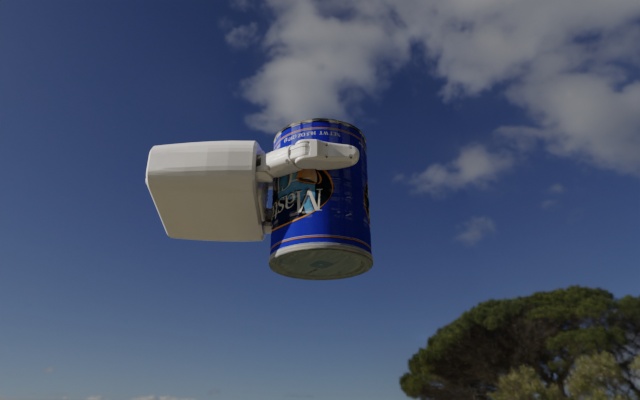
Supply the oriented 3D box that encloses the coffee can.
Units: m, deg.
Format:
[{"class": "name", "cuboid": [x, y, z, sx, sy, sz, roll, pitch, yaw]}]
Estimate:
[{"class": "coffee can", "cuboid": [0.000, 0.002, 0.497, 0.103, 0.140, 0.103, 0, -25, 0]}]
